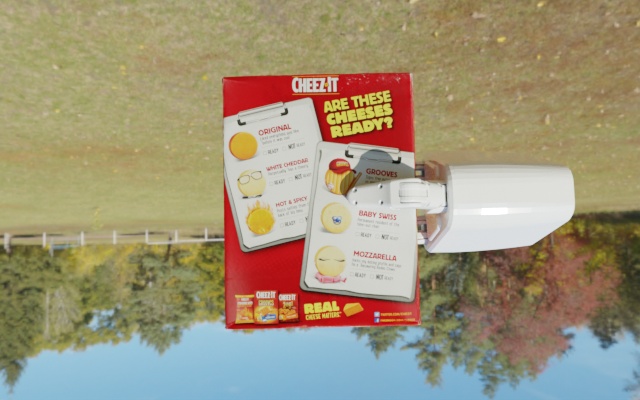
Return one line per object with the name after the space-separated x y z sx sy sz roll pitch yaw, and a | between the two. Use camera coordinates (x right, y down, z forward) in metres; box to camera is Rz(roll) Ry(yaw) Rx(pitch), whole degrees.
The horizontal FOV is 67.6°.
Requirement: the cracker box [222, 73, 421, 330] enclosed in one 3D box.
0.000 0.002 0.428 0.164 0.213 0.072 -1 -4 -1 | cracker box
